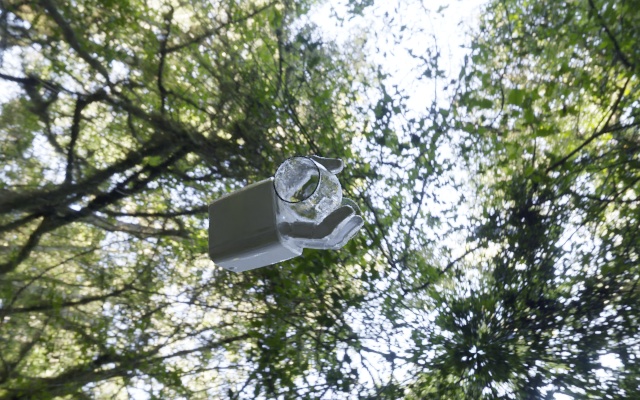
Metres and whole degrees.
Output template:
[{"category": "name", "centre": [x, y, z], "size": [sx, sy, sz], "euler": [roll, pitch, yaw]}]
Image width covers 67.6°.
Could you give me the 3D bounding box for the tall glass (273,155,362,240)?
[{"category": "tall glass", "centre": [0.000, 0.002, 0.671], "size": [0.079, 0.079, 0.201], "euler": [0, -17, 18]}]
